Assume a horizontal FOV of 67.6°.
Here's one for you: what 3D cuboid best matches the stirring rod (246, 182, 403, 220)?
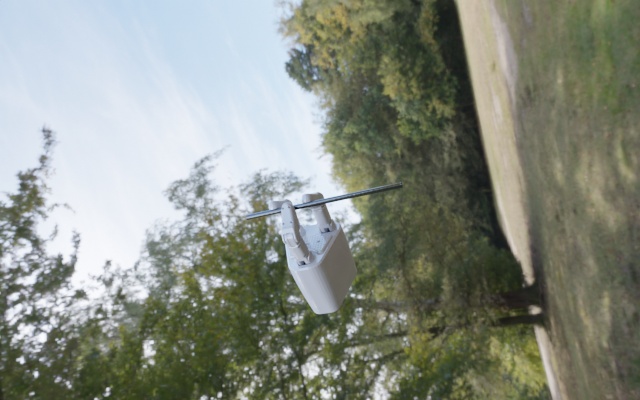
[{"bbox_3d":[0.000,0.002,0.695,0.239,0.011,0.011,-12,-4,17],"label":"stirring rod"}]
